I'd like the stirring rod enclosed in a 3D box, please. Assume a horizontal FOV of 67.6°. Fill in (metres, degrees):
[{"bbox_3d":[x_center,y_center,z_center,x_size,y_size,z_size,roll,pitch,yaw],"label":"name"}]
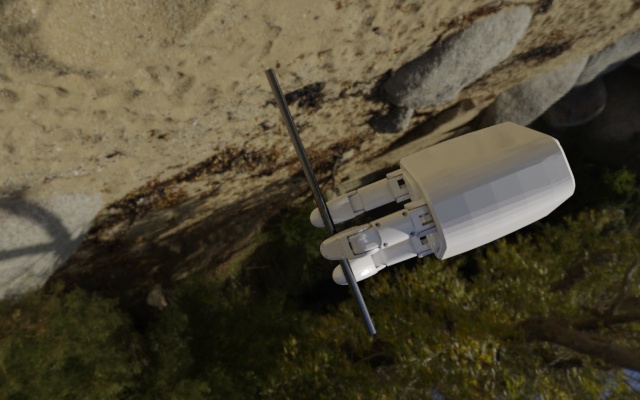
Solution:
[{"bbox_3d":[0.000,0.001,0.407,0.011,0.239,0.011,-21,0,0],"label":"stirring rod"}]
